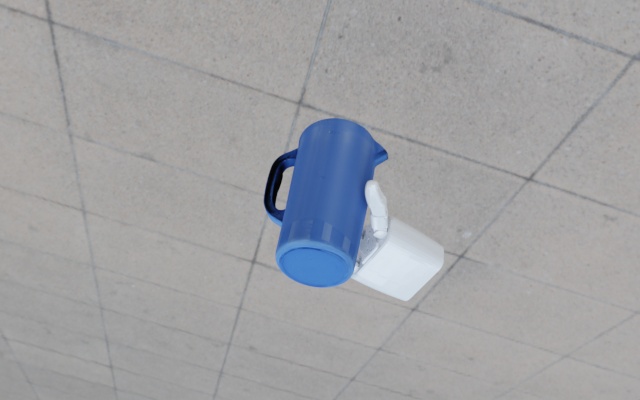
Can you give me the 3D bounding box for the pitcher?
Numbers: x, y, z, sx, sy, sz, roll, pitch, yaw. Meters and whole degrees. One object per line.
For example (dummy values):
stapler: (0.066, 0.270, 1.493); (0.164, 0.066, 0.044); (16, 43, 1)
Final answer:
pitcher: (0.000, 0.002, 0.712); (0.145, 0.242, 0.149); (30, -44, -18)
